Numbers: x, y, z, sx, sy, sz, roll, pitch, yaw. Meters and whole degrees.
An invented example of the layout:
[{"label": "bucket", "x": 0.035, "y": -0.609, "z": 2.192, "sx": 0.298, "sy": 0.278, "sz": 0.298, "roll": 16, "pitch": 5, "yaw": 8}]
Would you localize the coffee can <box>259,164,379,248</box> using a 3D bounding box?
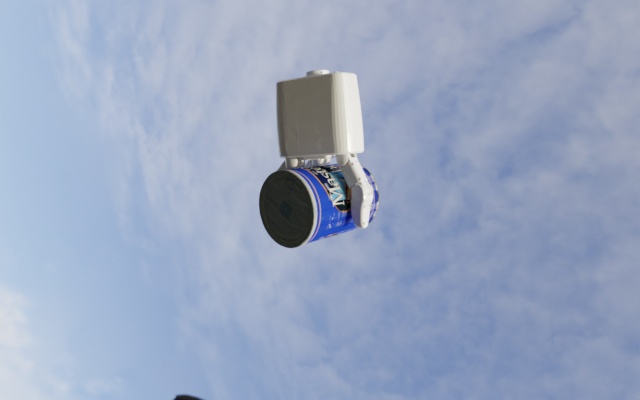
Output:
[{"label": "coffee can", "x": 0.000, "y": 0.002, "z": 0.667, "sx": 0.103, "sy": 0.103, "sz": 0.140, "roll": 0, "pitch": 8, "yaw": 42}]
